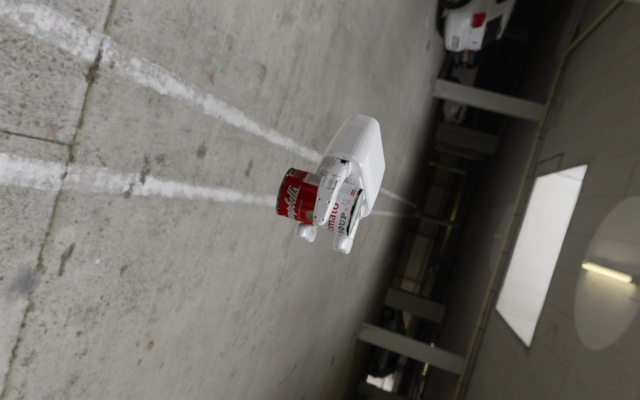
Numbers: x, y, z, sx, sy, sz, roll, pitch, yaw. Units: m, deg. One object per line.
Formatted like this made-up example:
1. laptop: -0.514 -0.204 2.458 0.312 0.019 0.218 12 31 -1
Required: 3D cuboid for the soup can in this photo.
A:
1. soup can: 0.000 0.002 0.638 0.102 0.068 0.068 17 3 11
